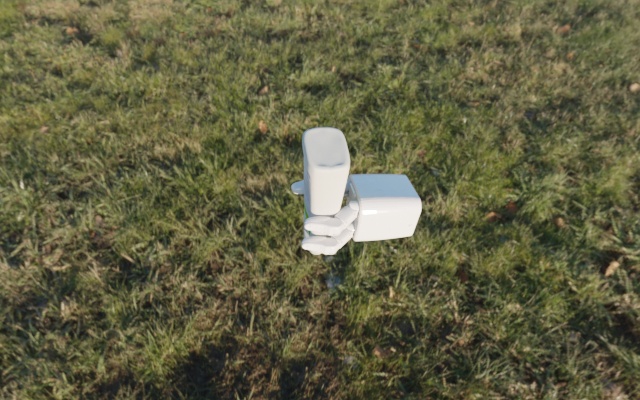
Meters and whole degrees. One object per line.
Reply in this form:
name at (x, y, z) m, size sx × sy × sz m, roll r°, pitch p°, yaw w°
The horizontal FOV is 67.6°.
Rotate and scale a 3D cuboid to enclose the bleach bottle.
bleach bottle at (0.000, 0.003, 0.813) m, size 0.068 × 0.102 × 0.251 m, roll -4°, pitch -40°, yaw -9°
